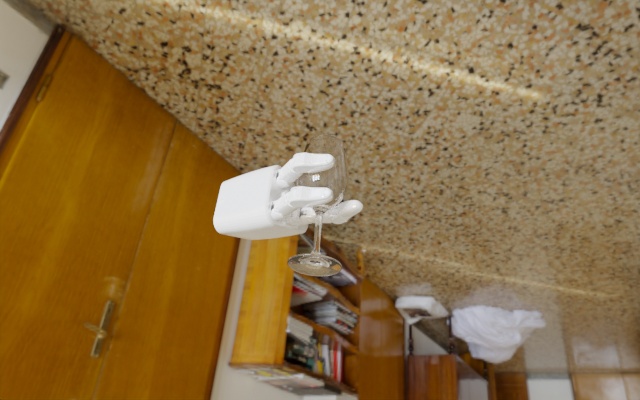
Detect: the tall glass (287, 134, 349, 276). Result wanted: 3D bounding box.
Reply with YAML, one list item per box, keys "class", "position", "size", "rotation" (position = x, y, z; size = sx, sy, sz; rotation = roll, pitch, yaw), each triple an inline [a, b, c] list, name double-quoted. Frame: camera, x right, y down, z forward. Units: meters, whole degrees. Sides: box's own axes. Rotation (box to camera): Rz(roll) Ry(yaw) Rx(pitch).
- class: "tall glass"
  position: [0.000, 0.003, 0.692]
  size: [0.079, 0.201, 0.079]
  rotation: [4, -29, 3]
